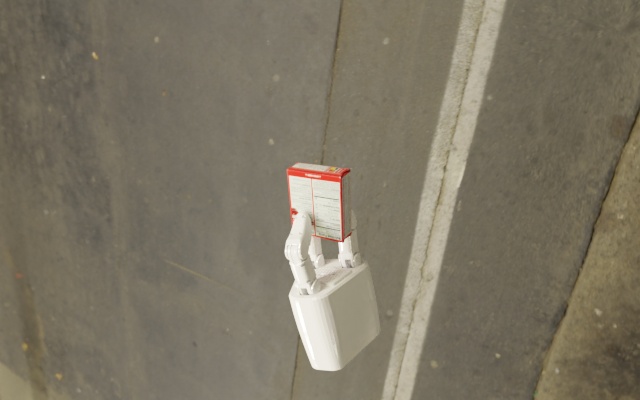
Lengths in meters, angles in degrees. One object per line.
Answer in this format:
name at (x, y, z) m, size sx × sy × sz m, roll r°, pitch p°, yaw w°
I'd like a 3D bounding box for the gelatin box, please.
gelatin box at (0.000, 0.002, 0.584) m, size 0.073 × 0.089 × 0.030 m, roll 10°, pitch 28°, yaw 27°
